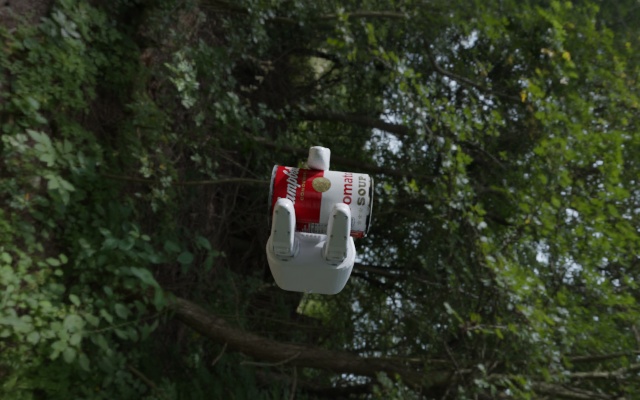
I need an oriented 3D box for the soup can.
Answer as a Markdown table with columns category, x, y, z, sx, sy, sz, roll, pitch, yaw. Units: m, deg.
| category | x | y | z | sx | sy | sz | roll | pitch | yaw |
| --- | --- | --- | --- | --- | --- | --- | --- | --- | --- |
| soup can | 0.000 | 0.001 | 0.499 | 0.102 | 0.068 | 0.068 | 5 | 0 | 1 |
